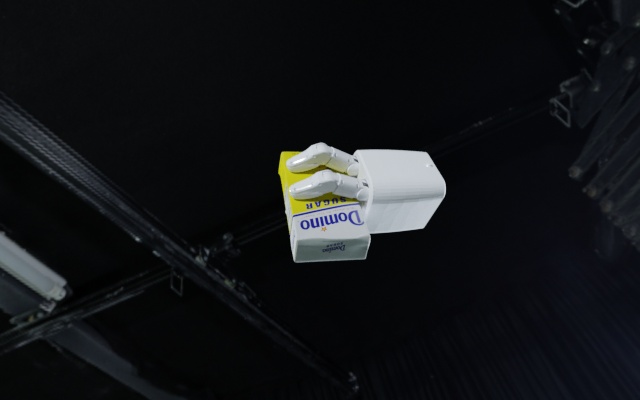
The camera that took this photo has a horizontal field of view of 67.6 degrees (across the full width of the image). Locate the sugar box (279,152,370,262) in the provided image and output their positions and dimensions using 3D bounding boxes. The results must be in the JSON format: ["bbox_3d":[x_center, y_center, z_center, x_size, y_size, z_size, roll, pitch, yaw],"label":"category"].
[{"bbox_3d":[0.000,0.002,0.635,0.093,0.048,0.176,-2,39,-12],"label":"sugar box"}]
